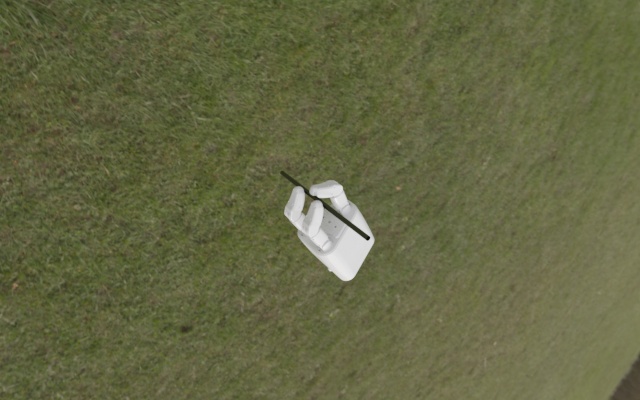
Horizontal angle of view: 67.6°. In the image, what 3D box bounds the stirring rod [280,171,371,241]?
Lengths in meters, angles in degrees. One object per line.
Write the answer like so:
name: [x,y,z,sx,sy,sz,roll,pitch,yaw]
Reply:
stirring rod: [0.000,0.003,0.774,0.011,0.011,0.239,0,26,-40]
